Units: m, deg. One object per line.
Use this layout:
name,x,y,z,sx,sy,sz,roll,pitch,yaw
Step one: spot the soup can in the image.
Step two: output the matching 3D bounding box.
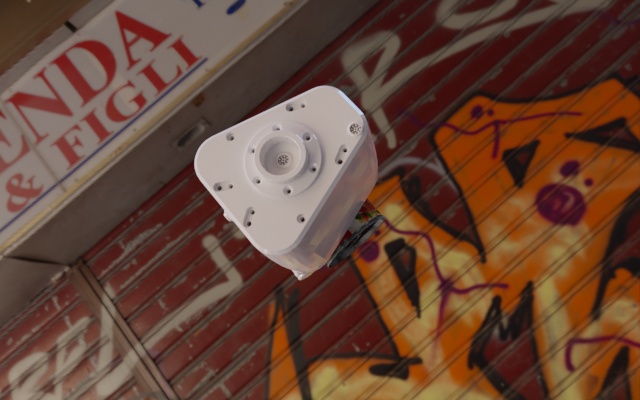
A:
soup can,0.000,0.001,0.439,0.068,0.102,0.068,-39,-15,-12
